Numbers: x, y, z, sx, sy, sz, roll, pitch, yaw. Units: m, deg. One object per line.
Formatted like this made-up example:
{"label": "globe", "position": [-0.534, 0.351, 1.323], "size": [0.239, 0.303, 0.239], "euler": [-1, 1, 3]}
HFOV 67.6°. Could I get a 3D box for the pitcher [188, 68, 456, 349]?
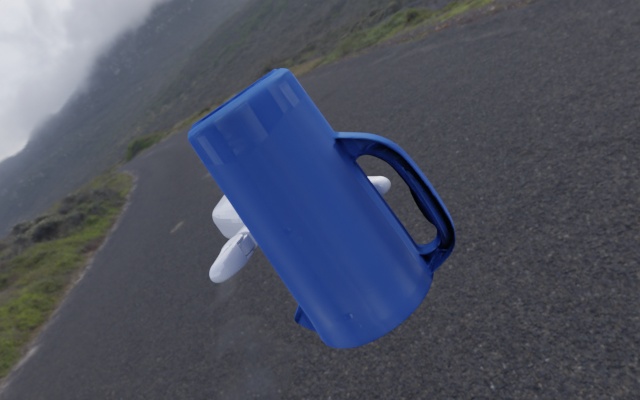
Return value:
{"label": "pitcher", "position": [0.000, 0.001, 0.443], "size": [0.149, 0.243, 0.145], "euler": [-42, 18, -24]}
